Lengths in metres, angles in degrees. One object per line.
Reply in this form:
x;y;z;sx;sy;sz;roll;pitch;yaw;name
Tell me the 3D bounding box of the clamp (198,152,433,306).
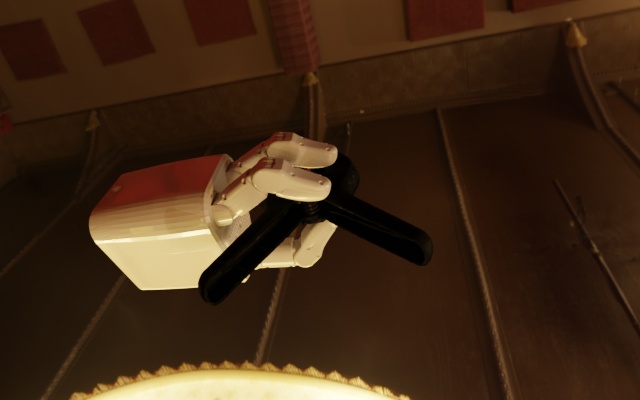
0.000;0.002;0.403;0.164;0.036;0.209;-6;32;8;clamp
